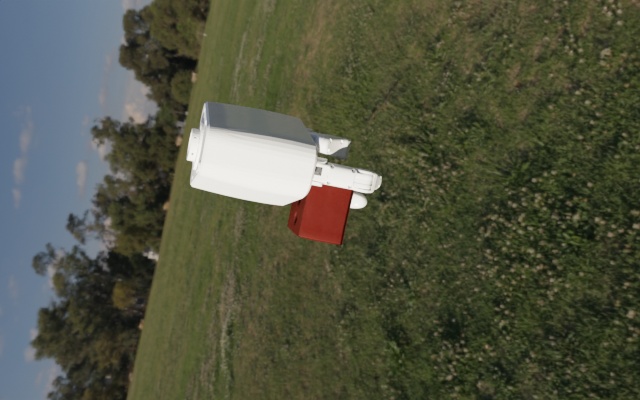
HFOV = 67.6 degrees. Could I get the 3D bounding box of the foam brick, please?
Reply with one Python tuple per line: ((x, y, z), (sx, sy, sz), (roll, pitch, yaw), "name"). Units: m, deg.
((0.000, 0.002, 0.517), (0.051, 0.078, 0.053), (9, 7, -20), "foam brick")
